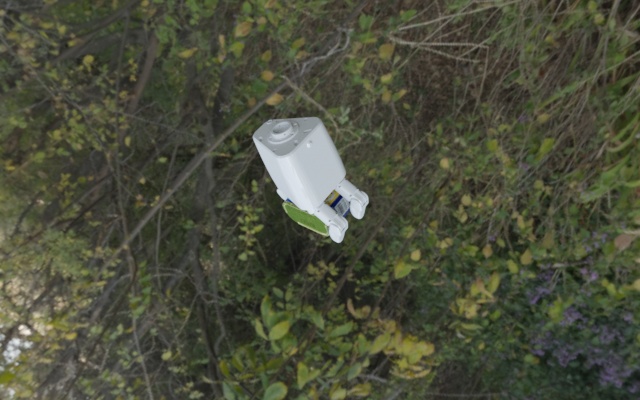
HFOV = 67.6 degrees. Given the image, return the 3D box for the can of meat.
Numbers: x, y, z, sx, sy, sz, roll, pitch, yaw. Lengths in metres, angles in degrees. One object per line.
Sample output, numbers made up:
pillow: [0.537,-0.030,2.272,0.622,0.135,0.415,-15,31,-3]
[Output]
can of meat: [0.000,0.003,0.791,0.102,0.084,0.057,21,-31,38]
